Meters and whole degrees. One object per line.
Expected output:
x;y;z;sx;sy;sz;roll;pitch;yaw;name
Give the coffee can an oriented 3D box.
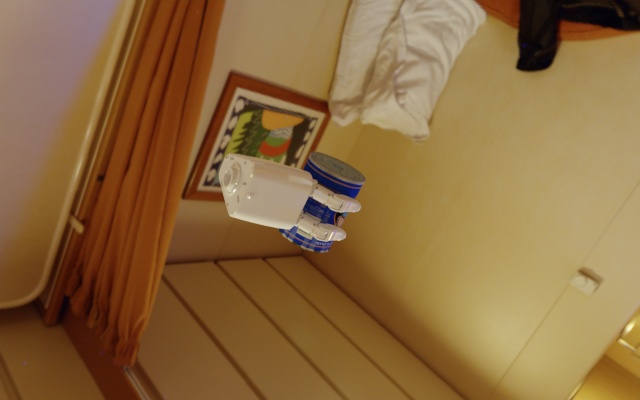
0.000;0.003;0.810;0.103;0.140;0.102;24;17;-8;coffee can
